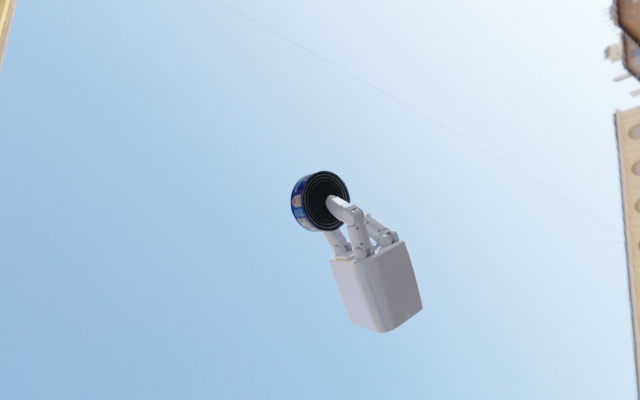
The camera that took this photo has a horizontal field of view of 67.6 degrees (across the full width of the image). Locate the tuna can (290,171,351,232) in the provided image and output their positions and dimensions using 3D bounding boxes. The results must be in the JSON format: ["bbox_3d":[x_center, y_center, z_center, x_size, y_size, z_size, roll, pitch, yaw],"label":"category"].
[{"bbox_3d":[0.000,0.002,0.679,0.086,0.086,0.034,0,-6,-38],"label":"tuna can"}]
